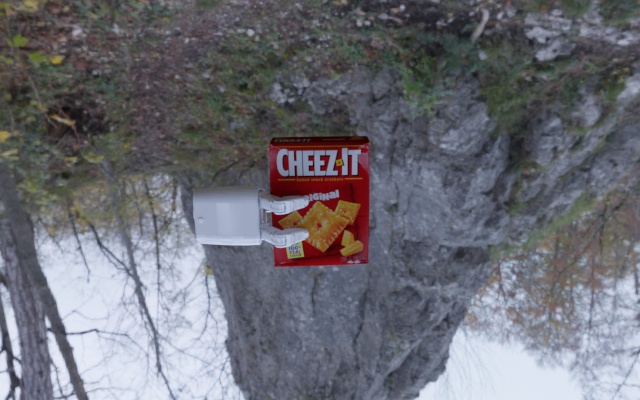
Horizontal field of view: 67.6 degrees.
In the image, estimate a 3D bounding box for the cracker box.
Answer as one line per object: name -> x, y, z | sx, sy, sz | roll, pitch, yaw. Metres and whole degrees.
cracker box -> 0.000, 0.003, 0.806 | 0.164, 0.214, 0.072 | -1, 16, 0
